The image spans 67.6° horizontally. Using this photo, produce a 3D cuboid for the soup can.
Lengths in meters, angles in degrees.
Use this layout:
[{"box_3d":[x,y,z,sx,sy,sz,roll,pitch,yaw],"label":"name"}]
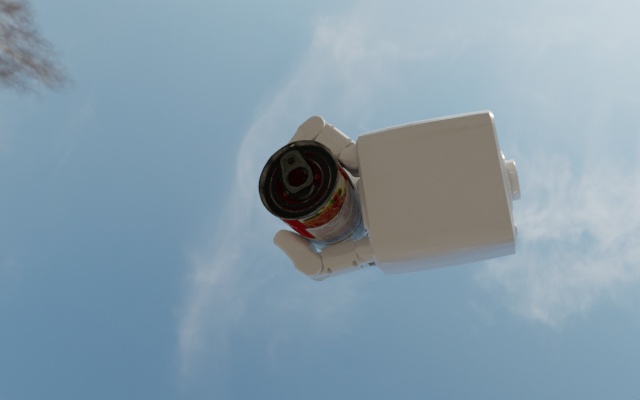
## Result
[{"box_3d":[0.000,0.002,0.413,0.068,0.068,0.102,0,-22,23],"label":"soup can"}]
